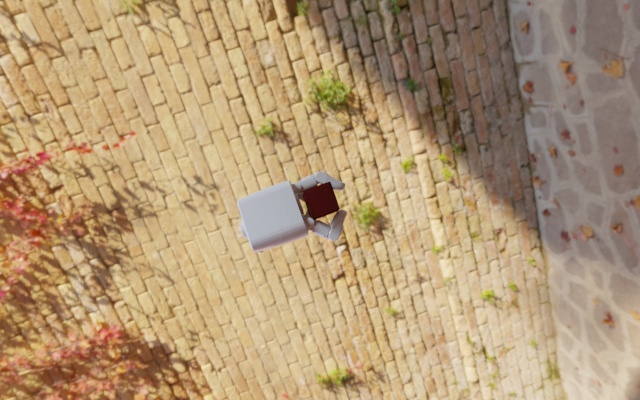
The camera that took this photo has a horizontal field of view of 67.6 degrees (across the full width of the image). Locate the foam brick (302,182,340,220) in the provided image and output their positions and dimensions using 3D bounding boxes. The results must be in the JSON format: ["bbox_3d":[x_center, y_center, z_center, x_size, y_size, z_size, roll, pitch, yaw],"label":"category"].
[{"bbox_3d":[0.000,0.003,0.857,0.051,0.053,0.078,-19,-5,-4],"label":"foam brick"}]
